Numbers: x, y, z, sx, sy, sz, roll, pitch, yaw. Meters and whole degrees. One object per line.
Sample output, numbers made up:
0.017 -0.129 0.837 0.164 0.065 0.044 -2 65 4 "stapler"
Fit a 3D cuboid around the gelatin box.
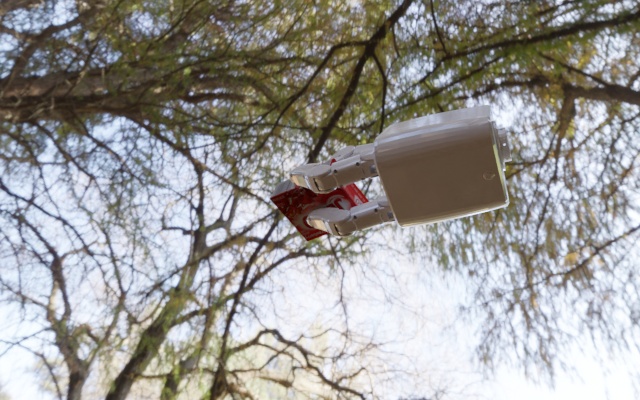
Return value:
0.000 0.002 0.533 0.089 0.073 0.030 -22 30 33 "gelatin box"
